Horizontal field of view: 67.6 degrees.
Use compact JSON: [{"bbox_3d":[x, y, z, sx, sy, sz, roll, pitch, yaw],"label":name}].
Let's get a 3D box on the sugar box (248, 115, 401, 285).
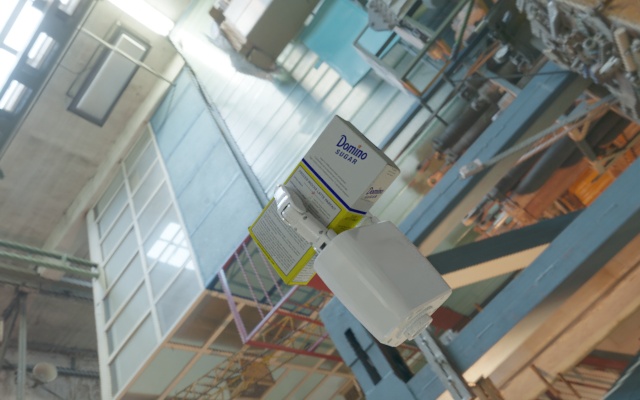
[{"bbox_3d":[0.000,0.002,0.541,0.093,0.176,0.048,49,16,29],"label":"sugar box"}]
